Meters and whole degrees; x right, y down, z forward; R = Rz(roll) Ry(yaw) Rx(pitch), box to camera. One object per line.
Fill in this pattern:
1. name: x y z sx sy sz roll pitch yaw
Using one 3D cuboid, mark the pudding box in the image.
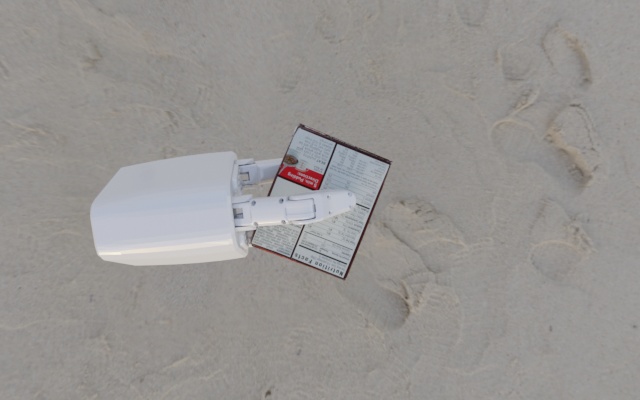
1. pudding box: 0.000 0.001 0.416 0.090 0.113 0.039 22 5 -4
